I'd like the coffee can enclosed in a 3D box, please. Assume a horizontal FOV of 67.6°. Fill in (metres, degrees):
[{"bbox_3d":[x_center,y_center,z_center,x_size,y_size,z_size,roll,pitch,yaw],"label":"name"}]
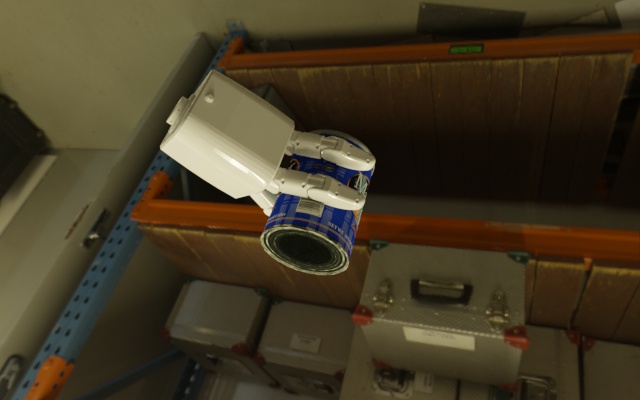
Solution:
[{"bbox_3d":[0.000,0.002,0.565,0.103,0.140,0.103,12,-33,8],"label":"coffee can"}]
